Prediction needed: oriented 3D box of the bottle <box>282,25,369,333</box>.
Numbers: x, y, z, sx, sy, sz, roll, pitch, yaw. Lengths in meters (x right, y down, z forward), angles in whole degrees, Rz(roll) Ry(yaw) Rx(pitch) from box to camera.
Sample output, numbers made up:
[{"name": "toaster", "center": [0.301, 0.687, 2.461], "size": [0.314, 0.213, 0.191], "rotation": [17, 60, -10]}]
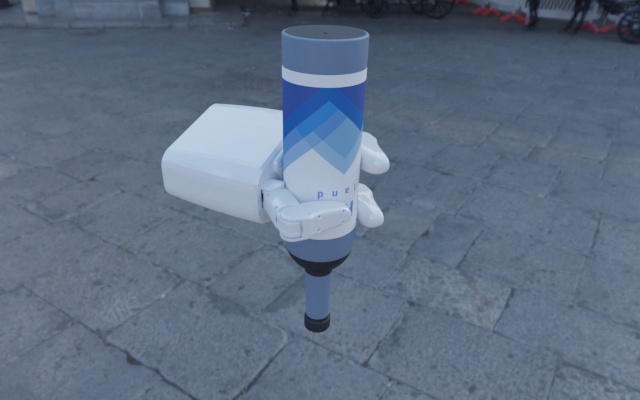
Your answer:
[{"name": "bottle", "center": [0.000, 0.001, 0.432], "size": [0.069, 0.296, 0.069], "rotation": [1, 29, -1]}]
